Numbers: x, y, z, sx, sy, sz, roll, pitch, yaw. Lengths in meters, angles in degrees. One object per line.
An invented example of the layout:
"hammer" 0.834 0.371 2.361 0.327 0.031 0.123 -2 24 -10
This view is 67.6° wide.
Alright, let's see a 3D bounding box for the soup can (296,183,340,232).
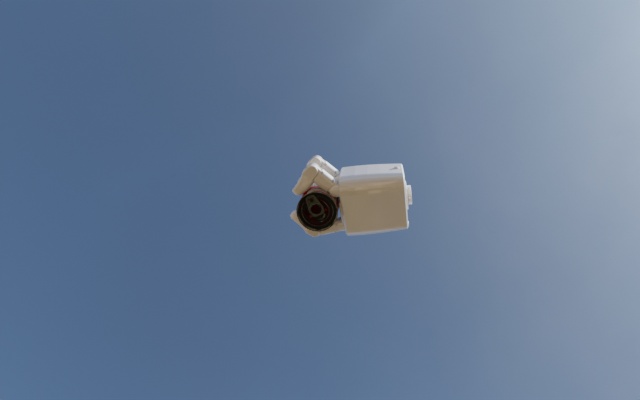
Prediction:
"soup can" 0.000 0.003 0.816 0.068 0.068 0.102 0 19 7
